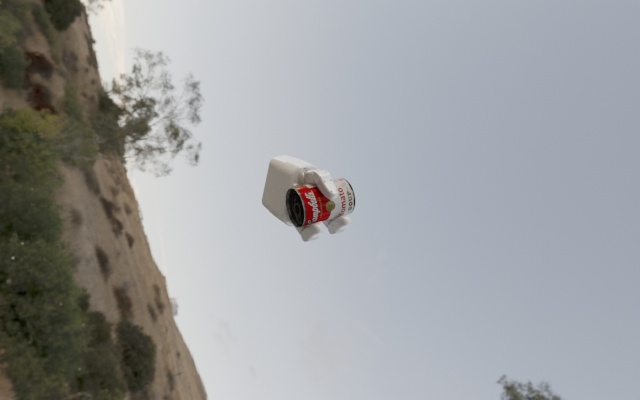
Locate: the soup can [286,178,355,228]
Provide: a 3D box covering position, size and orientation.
[{"bbox_3d":[0.001,0.003,0.822,0.102,0.068,0.068,-13,6,-28],"label":"soup can"}]
